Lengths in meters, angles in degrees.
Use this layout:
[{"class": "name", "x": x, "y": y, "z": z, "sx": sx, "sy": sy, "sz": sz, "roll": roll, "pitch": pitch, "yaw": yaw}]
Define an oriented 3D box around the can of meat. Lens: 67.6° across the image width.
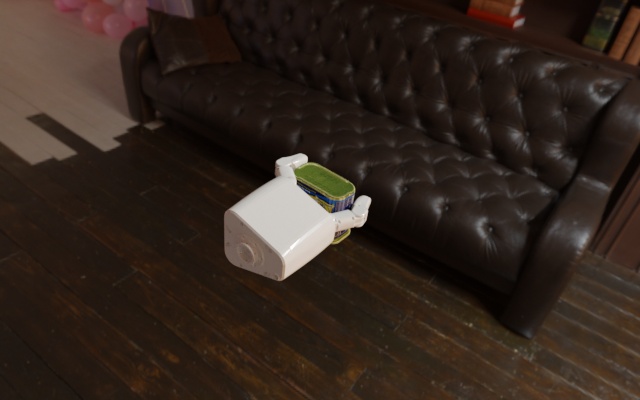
[{"class": "can of meat", "x": 0.000, "y": 0.002, "z": 0.715, "sx": 0.102, "sy": 0.084, "sz": 0.057, "roll": 30, "pitch": 42, "yaw": 28}]
